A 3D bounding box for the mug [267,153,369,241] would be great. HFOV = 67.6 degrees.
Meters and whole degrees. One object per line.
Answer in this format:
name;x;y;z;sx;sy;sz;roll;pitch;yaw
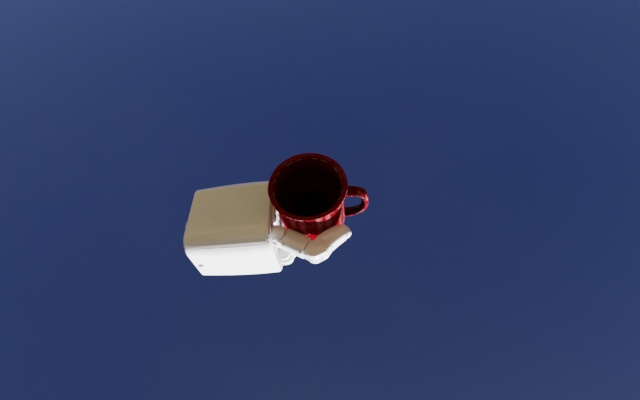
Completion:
mug;0.002;0.002;0.584;0.117;0.093;0.081;-4;-31;3
